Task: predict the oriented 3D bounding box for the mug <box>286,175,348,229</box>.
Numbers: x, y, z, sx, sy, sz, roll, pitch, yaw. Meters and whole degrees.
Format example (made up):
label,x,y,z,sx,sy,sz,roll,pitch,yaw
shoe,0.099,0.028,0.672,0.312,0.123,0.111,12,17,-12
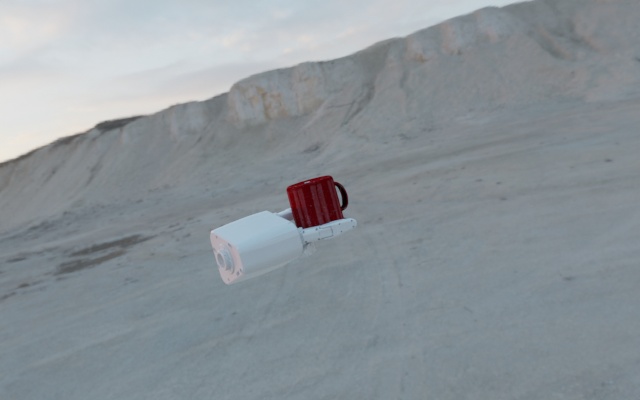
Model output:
label,x,y,z,sx,sy,sz,roll,pitch,yaw
mug,0.001,0.002,0.813,0.117,0.081,0.093,-19,8,-34
